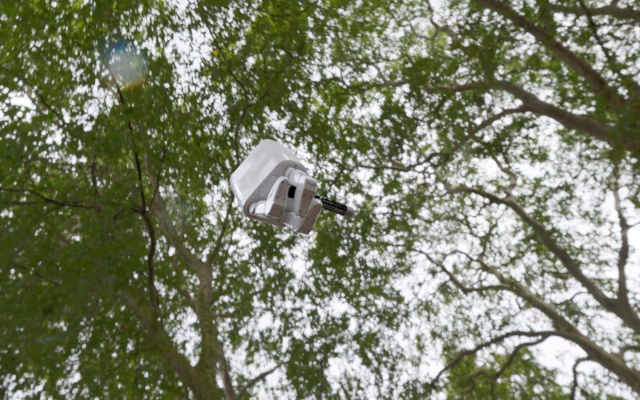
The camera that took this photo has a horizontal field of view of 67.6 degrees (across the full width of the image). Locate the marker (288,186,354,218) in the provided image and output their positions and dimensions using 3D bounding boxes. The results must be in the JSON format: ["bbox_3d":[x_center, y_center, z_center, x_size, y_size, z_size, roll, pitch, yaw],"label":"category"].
[{"bbox_3d":[0.000,0.002,0.725,0.121,0.020,0.020,19,-11,-33],"label":"marker"}]
